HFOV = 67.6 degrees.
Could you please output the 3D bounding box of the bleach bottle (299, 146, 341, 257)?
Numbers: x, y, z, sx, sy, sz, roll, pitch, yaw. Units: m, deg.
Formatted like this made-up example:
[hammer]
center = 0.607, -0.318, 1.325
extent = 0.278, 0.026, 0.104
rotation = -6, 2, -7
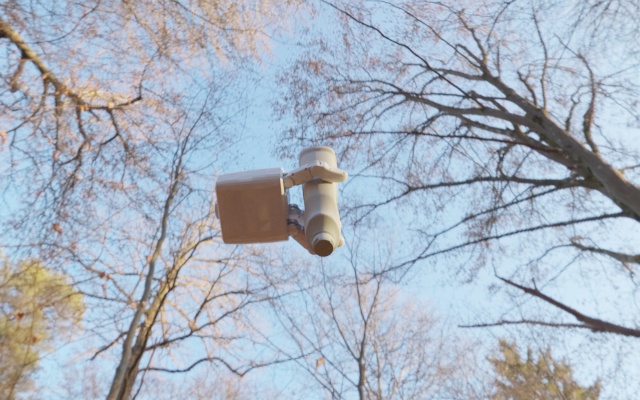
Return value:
[bleach bottle]
center = 0.000, 0.003, 0.766
extent = 0.068, 0.103, 0.250
rotation = -6, 27, 1
